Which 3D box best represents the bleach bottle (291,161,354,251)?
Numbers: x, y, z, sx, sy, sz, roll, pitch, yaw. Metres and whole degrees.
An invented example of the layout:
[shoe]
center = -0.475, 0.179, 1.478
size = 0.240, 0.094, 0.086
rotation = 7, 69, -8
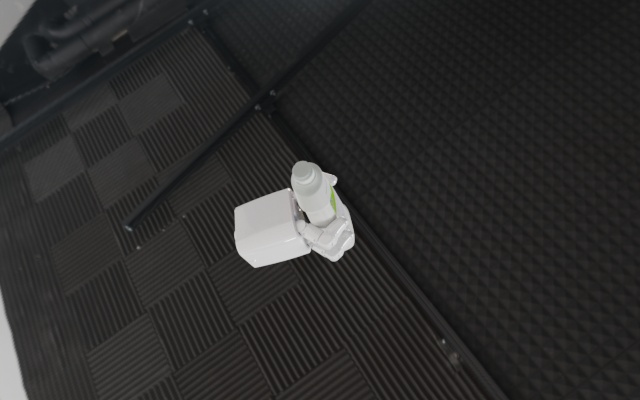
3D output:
[bleach bottle]
center = 0.000, 0.003, 0.806
size = 0.068, 0.102, 0.251
rotation = -18, -29, 6
